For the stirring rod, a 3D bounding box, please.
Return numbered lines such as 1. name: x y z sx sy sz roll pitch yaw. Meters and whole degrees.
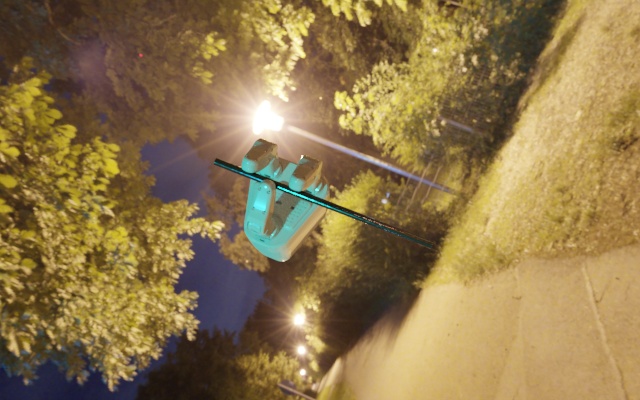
1. stirring rod: 0.000 0.002 0.491 0.239 0.011 0.011 21 3 8
